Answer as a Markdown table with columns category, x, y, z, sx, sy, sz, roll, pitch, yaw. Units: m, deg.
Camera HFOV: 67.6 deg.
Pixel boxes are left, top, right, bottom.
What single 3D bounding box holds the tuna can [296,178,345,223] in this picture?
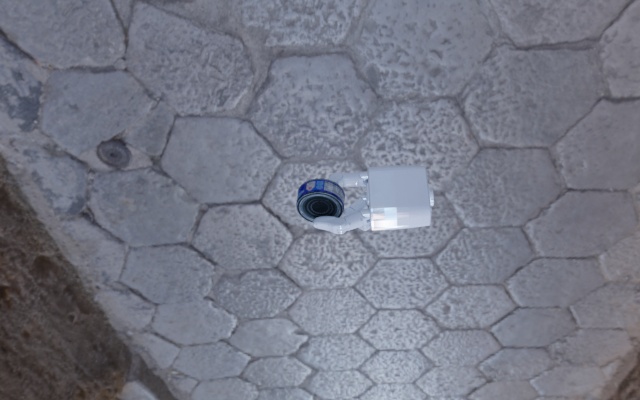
| category | x | y | z | sx | sy | sz | roll | pitch | yaw |
| --- | --- | --- | --- | --- | --- | --- | --- | --- | --- |
| tuna can | 0.000 | 0.003 | 0.846 | 0.086 | 0.033 | 0.086 | 3 | -43 | 3 |
